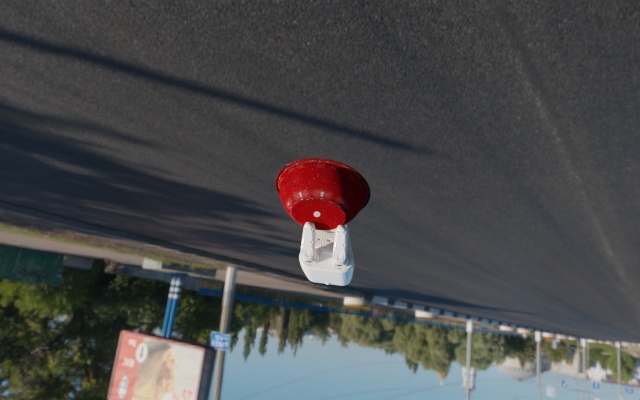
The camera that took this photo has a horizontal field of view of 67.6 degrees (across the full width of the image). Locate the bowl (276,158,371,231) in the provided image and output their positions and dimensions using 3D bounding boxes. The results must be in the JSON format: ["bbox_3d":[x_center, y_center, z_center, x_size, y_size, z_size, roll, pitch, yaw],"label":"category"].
[{"bbox_3d":[0.000,0.002,0.789,0.162,0.055,0.162,7,-36,5],"label":"bowl"}]
